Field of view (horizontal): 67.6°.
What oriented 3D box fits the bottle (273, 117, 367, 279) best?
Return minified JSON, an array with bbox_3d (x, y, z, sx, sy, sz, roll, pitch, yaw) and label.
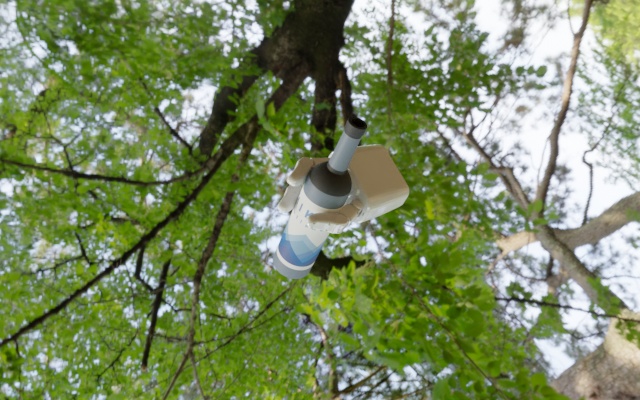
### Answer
[{"bbox_3d":[0.000,0.003,0.715,0.069,0.296,0.069,15,40,-13],"label":"bottle"}]
